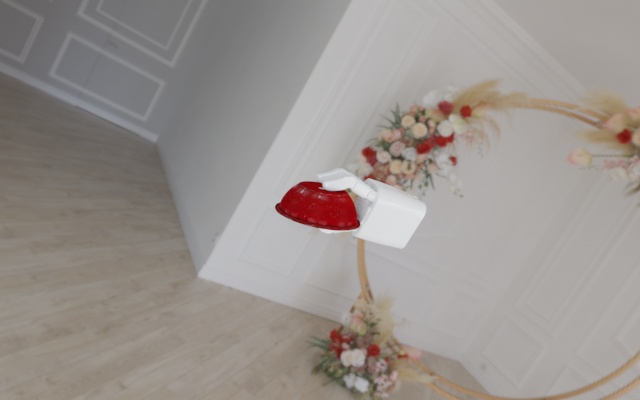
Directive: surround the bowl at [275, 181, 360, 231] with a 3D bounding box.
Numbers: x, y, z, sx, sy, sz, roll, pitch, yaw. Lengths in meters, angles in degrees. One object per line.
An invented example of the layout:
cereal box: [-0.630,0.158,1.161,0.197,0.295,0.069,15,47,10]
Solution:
bowl: [-0.001,0.002,0.874,0.162,0.055,0.162,11,14,-3]
